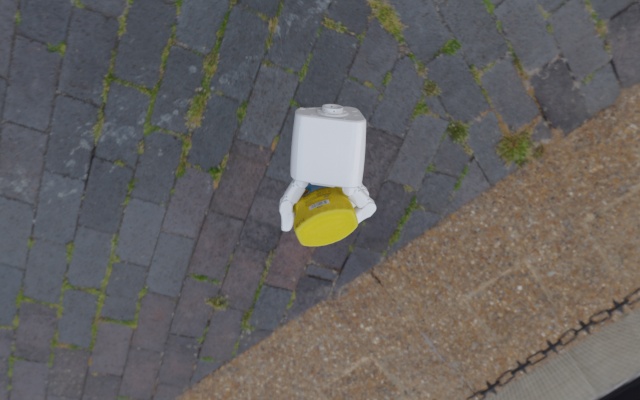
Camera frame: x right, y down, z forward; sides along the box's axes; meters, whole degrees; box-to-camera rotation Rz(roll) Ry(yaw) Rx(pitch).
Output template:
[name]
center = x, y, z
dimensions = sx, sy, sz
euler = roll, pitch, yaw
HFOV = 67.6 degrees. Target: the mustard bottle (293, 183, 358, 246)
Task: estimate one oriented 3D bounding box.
[mustard bottle]
center = 0.000, 0.003, 0.798
dimensions = 0.096, 0.058, 0.191
euler = -21, 25, 3
